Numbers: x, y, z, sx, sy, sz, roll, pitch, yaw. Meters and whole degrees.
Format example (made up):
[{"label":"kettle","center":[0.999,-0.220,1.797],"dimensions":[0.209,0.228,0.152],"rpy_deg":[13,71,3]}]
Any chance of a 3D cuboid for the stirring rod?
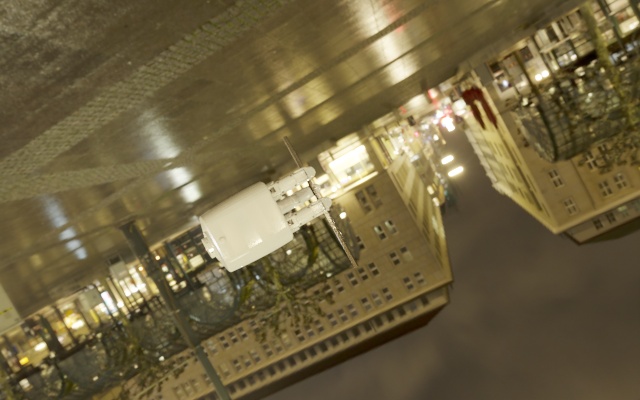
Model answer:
[{"label":"stirring rod","center":[0.000,0.002,0.770],"dimensions":[0.011,0.239,0.011],"rpy_deg":[-29,2,1]}]
